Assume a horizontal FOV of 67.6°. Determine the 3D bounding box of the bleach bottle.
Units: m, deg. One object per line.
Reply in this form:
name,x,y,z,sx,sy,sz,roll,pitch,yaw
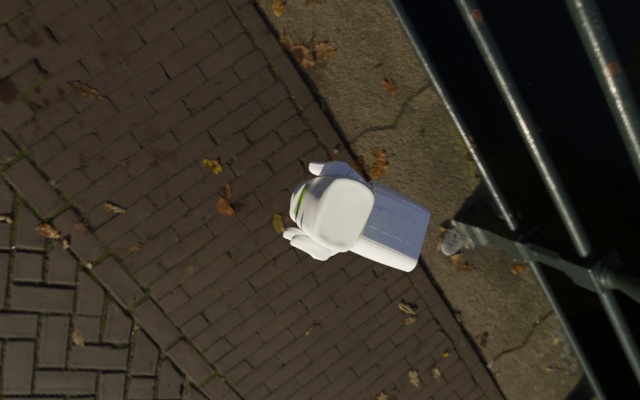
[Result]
bleach bottle,0.000,0.002,0.737,0.068,0.102,0.251,24,2,-16
